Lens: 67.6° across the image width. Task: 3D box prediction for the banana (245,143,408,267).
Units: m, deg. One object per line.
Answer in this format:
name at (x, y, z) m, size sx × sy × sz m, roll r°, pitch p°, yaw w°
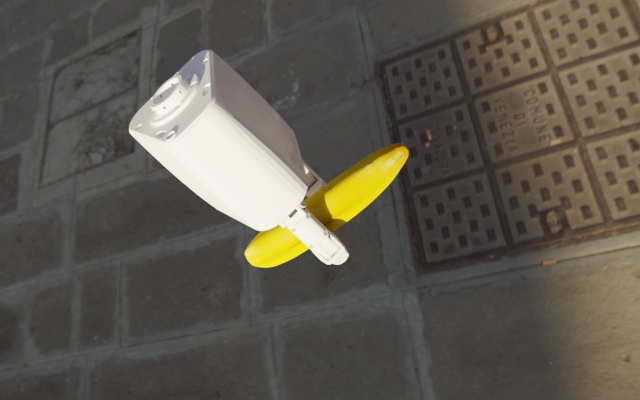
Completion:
banana at (-0.004, 0.011, 0.440) m, size 0.198 × 0.037 × 0.069 m, roll -34°, pitch 17°, yaw 19°
